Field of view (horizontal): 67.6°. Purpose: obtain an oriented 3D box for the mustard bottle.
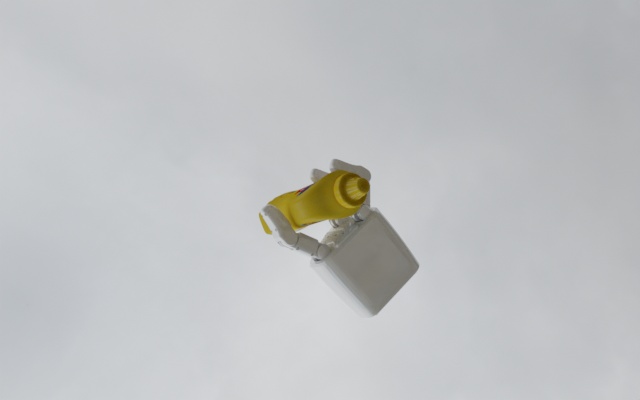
[{"bbox_3d":[0.000,0.002,0.614,0.096,0.058,0.191,-20,0,-33],"label":"mustard bottle"}]
